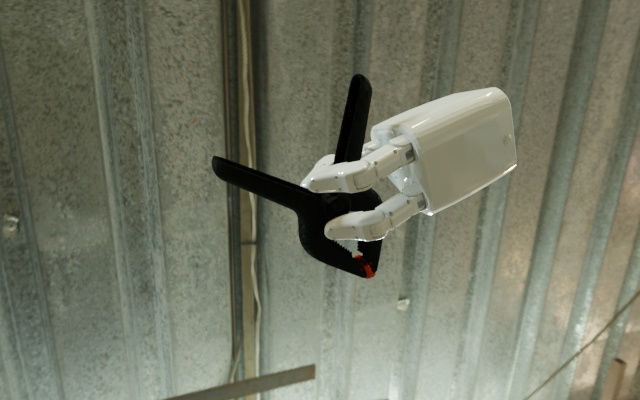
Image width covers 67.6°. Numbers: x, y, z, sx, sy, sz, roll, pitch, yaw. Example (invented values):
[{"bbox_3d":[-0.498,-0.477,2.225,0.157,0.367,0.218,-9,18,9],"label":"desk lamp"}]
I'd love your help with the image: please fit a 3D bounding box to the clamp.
[{"bbox_3d":[0.000,0.002,0.477,0.164,0.210,0.036,-25,29,-9],"label":"clamp"}]
